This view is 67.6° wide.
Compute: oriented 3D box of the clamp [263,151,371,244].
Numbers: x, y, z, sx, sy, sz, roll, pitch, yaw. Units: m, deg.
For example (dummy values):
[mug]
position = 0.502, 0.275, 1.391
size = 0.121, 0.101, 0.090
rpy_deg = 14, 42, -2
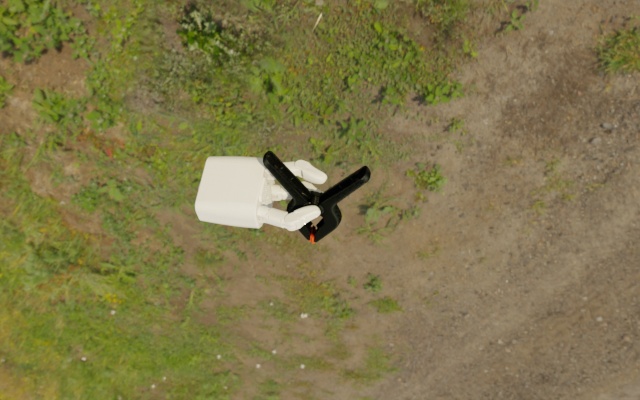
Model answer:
[clamp]
position = 0.000, 0.004, 0.786
size = 0.164, 0.036, 0.210
rpy_deg = 6, -39, 10
